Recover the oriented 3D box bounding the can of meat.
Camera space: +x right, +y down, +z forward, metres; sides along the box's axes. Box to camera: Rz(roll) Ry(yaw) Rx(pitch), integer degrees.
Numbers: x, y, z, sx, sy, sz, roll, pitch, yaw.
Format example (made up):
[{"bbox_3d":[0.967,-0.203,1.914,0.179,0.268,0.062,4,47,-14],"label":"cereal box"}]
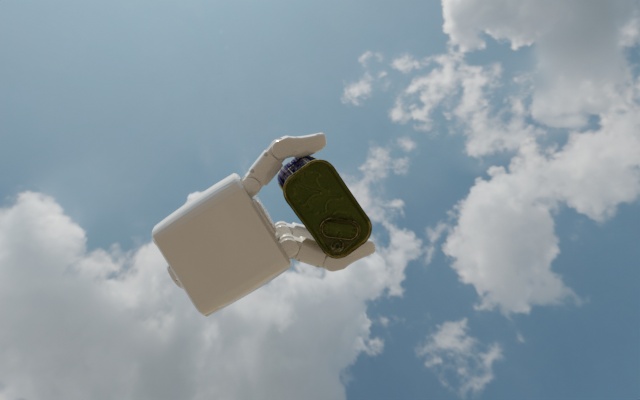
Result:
[{"bbox_3d":[0.000,0.001,0.509,0.057,0.102,0.084,-37,16,-3],"label":"can of meat"}]
